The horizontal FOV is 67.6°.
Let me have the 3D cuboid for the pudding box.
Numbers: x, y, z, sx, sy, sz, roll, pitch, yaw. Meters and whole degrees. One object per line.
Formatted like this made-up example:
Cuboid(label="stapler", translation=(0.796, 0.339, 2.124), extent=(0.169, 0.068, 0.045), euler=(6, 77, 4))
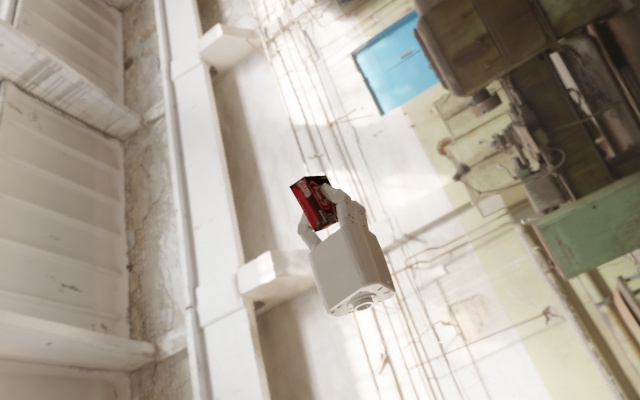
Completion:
Cuboid(label="pudding box", translation=(0.000, 0.003, 0.823), extent=(0.039, 0.090, 0.113), euler=(-30, -6, 17))
